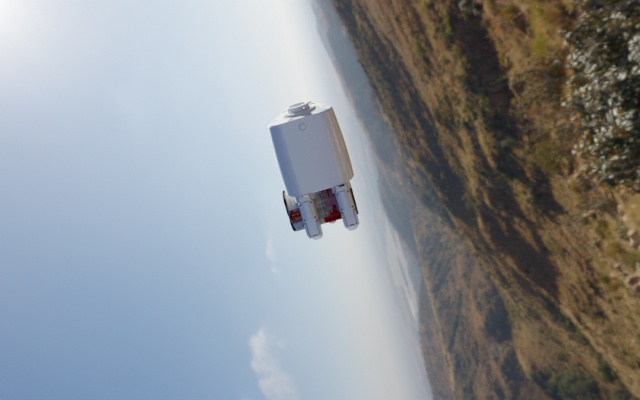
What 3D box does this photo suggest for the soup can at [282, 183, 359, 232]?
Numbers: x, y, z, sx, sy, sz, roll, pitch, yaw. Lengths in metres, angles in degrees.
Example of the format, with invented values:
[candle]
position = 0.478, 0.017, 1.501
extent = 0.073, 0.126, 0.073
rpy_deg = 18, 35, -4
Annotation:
[soup can]
position = 0.000, 0.003, 0.724
extent = 0.102, 0.068, 0.068
rpy_deg = -16, -1, 2
